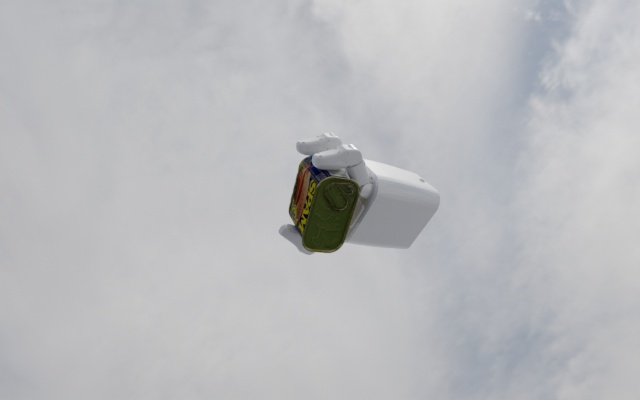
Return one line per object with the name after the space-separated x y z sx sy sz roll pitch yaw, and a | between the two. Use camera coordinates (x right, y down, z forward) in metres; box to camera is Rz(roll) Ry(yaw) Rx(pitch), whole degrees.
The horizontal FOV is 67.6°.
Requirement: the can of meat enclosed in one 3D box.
0.000 0.002 0.612 0.057 0.102 0.084 7 23 -23 | can of meat
